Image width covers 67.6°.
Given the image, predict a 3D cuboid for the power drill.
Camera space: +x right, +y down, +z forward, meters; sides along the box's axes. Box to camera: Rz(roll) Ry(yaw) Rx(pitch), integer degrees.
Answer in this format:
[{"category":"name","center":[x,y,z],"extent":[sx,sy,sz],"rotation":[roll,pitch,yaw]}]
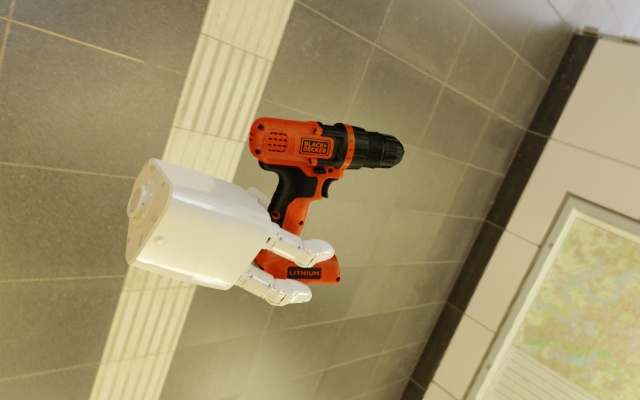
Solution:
[{"category":"power drill","center":[0.000,0.002,0.556],"extent":[0.184,0.188,0.057],"rotation":[5,14,-19]}]
